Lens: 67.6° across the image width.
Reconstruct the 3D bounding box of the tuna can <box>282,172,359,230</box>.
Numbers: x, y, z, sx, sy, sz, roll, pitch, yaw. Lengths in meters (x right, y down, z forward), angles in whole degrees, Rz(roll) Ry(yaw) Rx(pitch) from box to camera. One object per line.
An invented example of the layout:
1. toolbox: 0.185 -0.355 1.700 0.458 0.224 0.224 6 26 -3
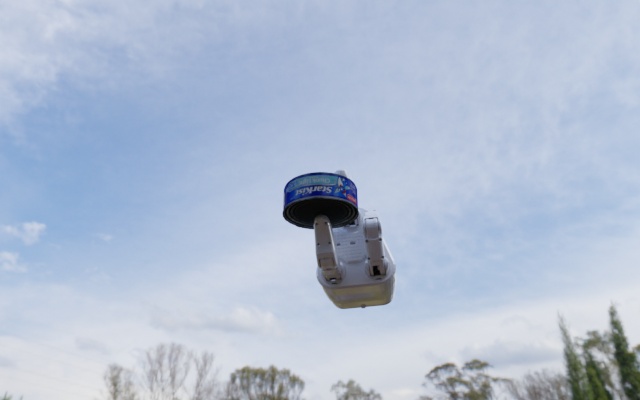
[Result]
1. tuna can: 0.000 0.001 0.542 0.086 0.033 0.086 0 -26 0
